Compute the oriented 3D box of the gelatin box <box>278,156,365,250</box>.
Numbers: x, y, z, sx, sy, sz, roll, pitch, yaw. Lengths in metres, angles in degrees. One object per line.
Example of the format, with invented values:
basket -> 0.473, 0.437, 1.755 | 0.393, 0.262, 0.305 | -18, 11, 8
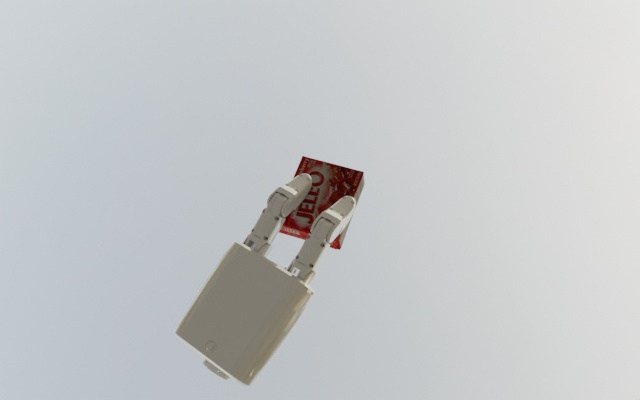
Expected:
gelatin box -> 0.000, 0.002, 0.519 | 0.073, 0.089, 0.030 | 16, -24, 15
